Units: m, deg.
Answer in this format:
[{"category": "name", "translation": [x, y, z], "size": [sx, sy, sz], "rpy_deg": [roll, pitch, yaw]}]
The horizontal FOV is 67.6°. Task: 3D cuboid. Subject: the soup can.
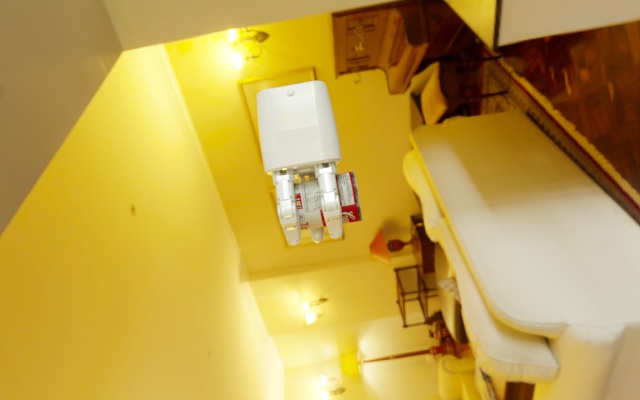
[{"category": "soup can", "translation": [0.000, 0.003, 0.638], "size": [0.102, 0.068, 0.068], "rpy_deg": [-9, -1, 3]}]
